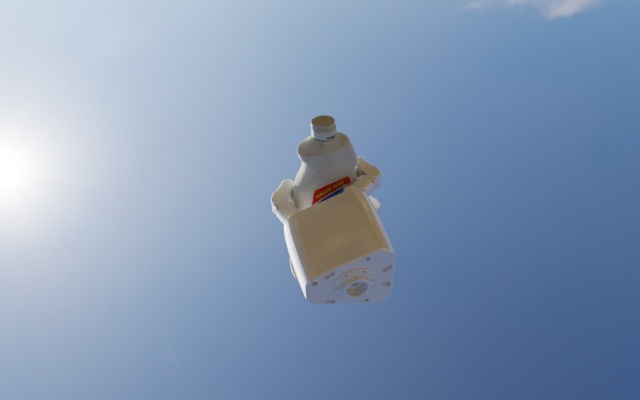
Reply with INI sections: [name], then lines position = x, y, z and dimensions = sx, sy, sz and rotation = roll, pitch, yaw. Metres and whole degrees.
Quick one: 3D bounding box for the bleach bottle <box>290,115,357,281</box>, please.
[bleach bottle]
position = 0.000, 0.002, 0.652
dimensions = 0.102, 0.251, 0.068
rotation = -12, 41, -10
